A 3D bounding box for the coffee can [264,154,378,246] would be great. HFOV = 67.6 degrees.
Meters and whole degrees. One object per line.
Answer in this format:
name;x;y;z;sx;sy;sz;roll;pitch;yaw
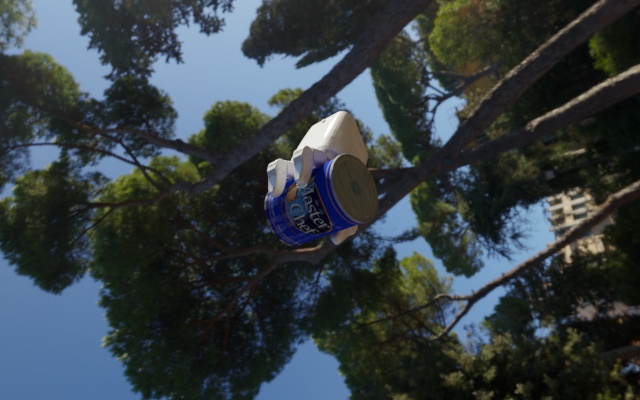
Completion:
coffee can;0.000;0.002;0.714;0.140;0.102;0.103;-22;-14;37
